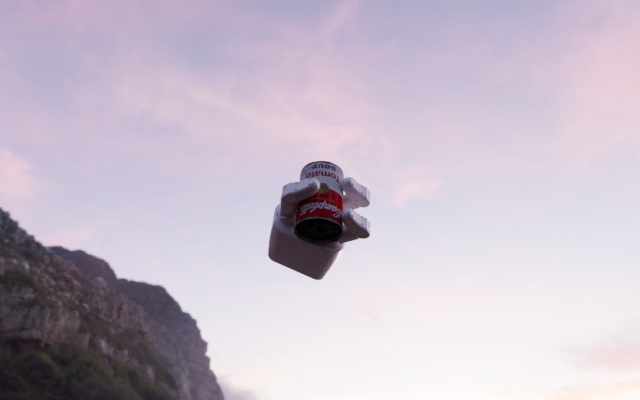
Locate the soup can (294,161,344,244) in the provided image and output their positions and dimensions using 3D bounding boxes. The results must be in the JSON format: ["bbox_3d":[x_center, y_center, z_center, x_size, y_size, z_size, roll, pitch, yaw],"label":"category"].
[{"bbox_3d":[0.000,0.002,0.687,0.068,0.102,0.069,3,-36,2],"label":"soup can"}]
